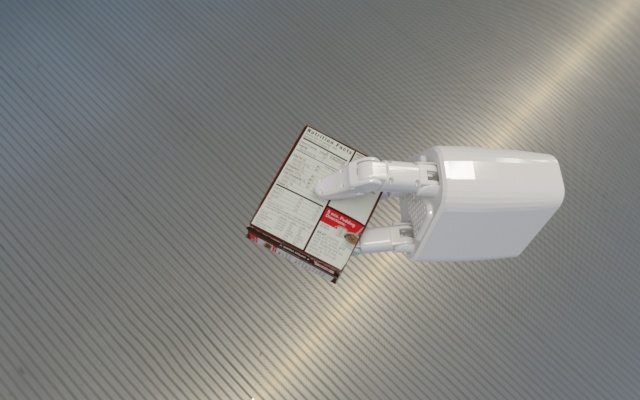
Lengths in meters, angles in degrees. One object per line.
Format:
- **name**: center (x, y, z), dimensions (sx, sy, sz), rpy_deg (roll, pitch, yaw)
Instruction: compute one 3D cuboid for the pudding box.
- **pudding box**: center (0.000, 0.001, 0.418), dimensions (0.090, 0.113, 0.039), rpy_deg (27, -24, 2)
